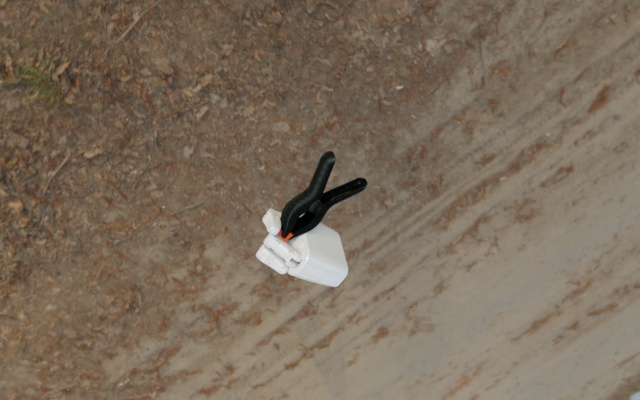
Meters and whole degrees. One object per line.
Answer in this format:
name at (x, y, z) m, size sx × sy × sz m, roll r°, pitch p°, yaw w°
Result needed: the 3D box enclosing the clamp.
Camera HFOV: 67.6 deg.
clamp at (0.000, 0.003, 0.793) m, size 0.120 × 0.171 × 0.039 m, roll 25°, pitch 24°, yaw -41°
